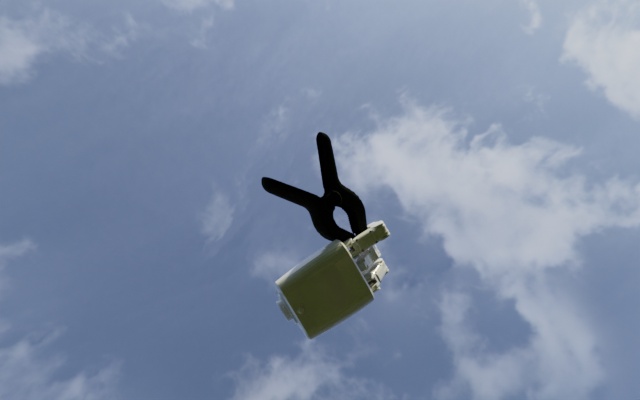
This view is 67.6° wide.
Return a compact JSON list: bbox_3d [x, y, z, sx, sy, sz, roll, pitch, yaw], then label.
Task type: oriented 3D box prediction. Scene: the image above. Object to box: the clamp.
[{"bbox_3d":[0.000,0.002,0.667,0.120,0.171,0.039,-32,2,-15],"label":"clamp"}]
